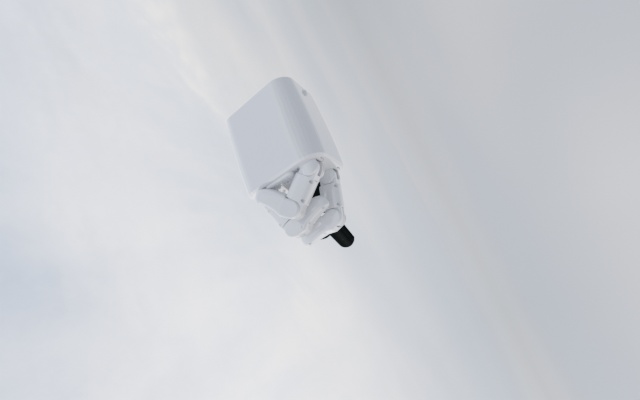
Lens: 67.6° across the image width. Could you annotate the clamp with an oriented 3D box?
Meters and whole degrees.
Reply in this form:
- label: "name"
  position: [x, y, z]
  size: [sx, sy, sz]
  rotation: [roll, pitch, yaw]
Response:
- label: "clamp"
  position: [0.000, 0.002, 0.645]
  size: [0.039, 0.120, 0.171]
  rotation: [-24, -15, 14]
